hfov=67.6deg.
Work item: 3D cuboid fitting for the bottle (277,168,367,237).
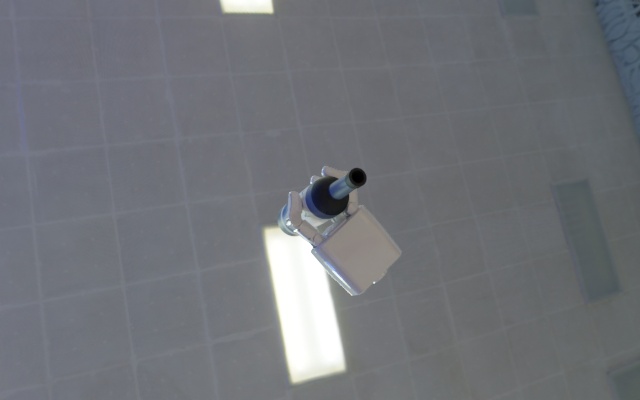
[{"bbox_3d":[0.000,0.003,0.797,0.069,0.069,0.296,0,-14,-21],"label":"bottle"}]
